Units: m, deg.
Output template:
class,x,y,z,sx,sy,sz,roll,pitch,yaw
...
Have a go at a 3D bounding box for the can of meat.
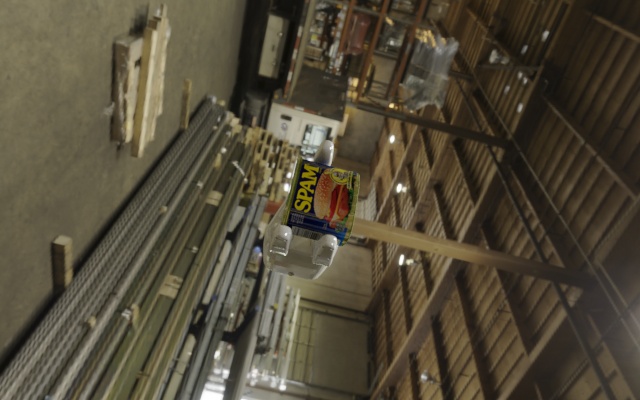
class,x,y,z,sx,sy,sz,roll,pitch,yaw
can of meat,0.000,0.002,0.600,0.084,0.102,0.057,14,-33,-4
